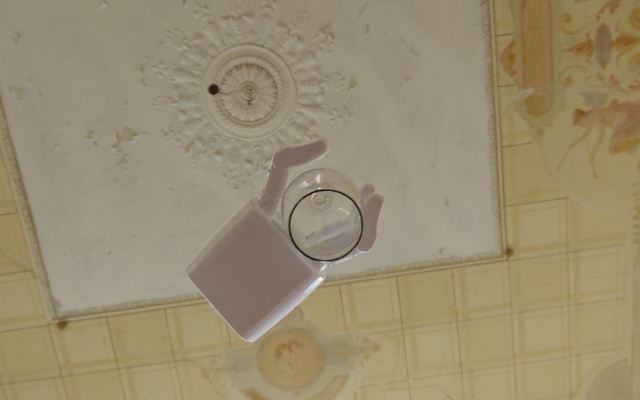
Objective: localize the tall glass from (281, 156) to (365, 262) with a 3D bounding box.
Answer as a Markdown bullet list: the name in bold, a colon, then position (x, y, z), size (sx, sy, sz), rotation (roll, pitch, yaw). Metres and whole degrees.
- **tall glass**: position (0.000, 0.001, 0.484), size (0.079, 0.079, 0.201), rotation (0, 11, -3)
